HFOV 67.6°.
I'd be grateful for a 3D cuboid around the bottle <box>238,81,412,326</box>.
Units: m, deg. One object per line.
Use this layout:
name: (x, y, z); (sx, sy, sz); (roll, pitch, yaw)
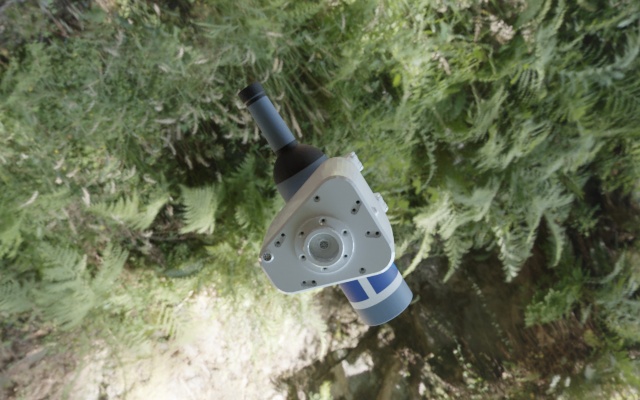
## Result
bottle: (0.000, 0.002, 0.535); (0.069, 0.296, 0.069); (-32, 8, 5)
